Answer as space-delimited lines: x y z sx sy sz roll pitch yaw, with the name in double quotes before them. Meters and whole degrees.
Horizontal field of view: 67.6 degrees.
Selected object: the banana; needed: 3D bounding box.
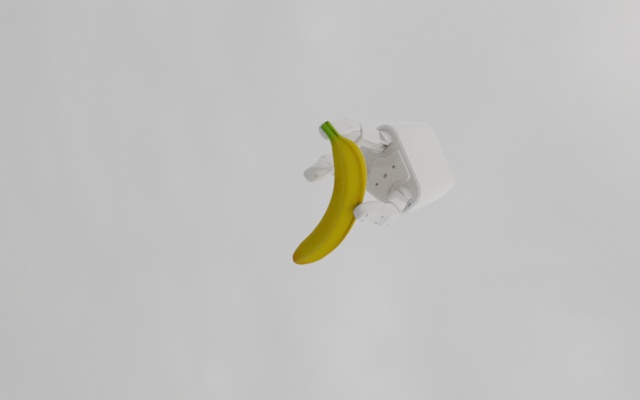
"banana" 0.015 0.007 0.575 0.069 0.198 0.037 30 30 29
